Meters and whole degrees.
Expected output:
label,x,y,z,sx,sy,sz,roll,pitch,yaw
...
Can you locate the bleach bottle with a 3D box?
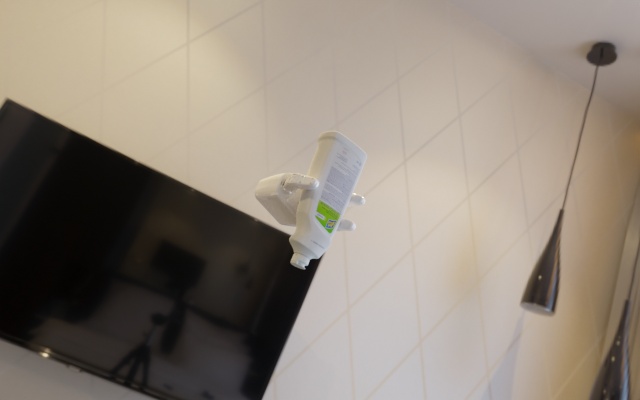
label,x,y,z,sx,sy,sz,roll,pitch,yaw
bleach bottle,0.000,0.003,0.883,0.102,0.250,0.068,33,-20,-29
